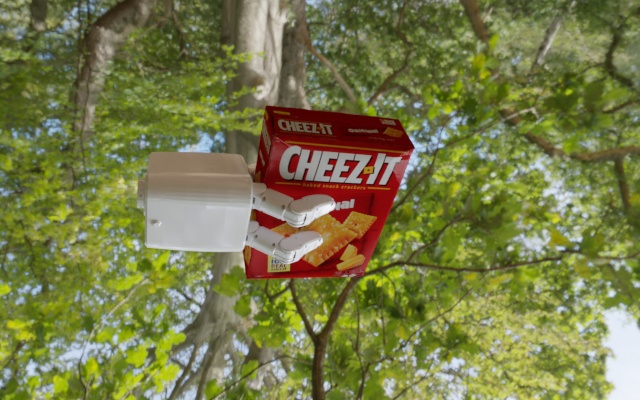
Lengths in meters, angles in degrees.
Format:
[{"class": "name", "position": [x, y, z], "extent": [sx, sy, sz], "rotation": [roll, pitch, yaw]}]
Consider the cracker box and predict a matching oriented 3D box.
[{"class": "cracker box", "position": [0.000, 0.002, 0.582], "extent": [0.164, 0.214, 0.072], "rotation": [2, 39, -18]}]
